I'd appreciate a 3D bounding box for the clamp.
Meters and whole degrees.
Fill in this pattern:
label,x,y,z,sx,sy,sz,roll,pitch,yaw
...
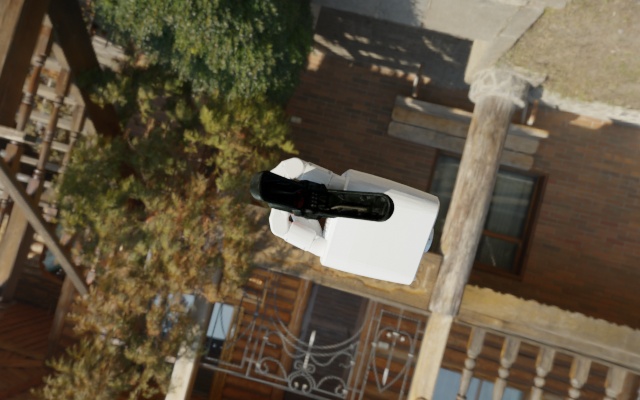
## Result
label,x,y,z,sx,sy,sz,roll,pitch,yaw
clamp,0.000,0.002,0.456,0.120,0.039,0.171,16,-2,-1
